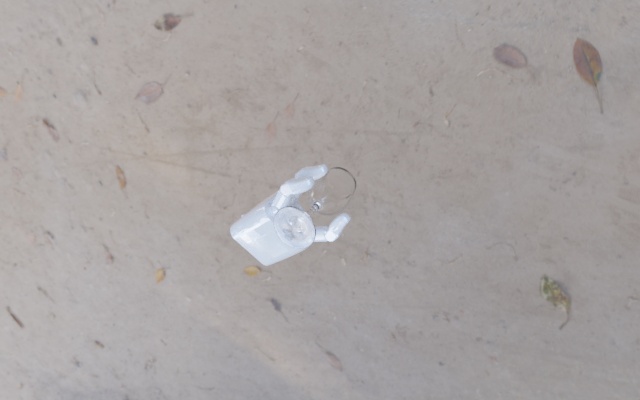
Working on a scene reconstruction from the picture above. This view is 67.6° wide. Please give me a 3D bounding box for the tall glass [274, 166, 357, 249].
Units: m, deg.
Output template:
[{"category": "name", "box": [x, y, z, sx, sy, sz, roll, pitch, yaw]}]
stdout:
[{"category": "tall glass", "box": [0.000, 0.003, 0.822, 0.079, 0.079, 0.201, 0, 24, 27]}]
